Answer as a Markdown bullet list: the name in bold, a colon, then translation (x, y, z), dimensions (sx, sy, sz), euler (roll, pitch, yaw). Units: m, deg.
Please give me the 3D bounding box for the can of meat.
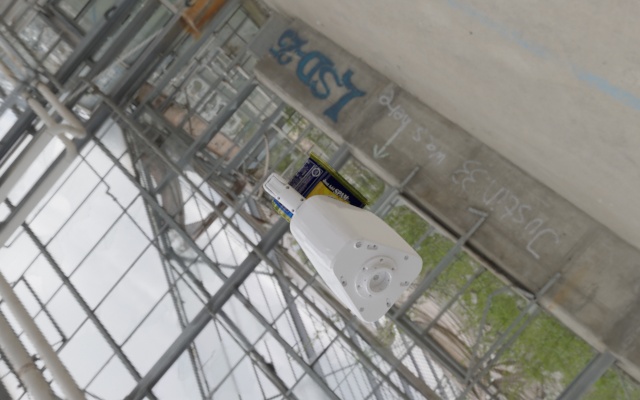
- **can of meat**: translation (0.000, 0.002, 0.607), dimensions (0.102, 0.084, 0.057), euler (39, 2, -36)
